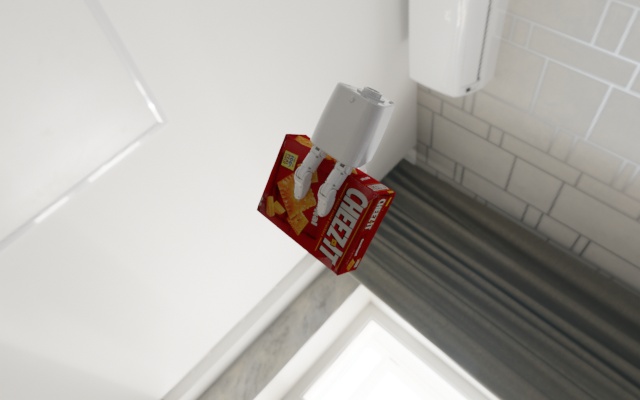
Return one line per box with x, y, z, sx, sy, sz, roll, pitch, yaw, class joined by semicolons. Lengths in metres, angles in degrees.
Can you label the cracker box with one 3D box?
0.000;0.003;0.842;0.213;0.164;0.072;36;24;27;cracker box
